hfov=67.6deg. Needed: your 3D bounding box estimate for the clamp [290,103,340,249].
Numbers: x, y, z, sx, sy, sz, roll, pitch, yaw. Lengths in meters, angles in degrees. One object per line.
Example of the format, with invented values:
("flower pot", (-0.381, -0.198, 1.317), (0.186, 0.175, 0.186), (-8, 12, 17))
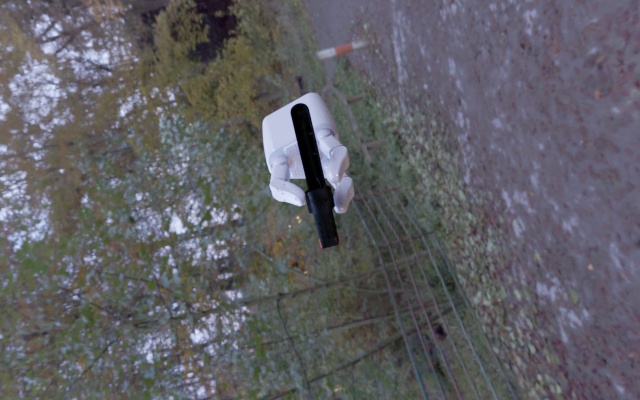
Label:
("clamp", (-0.001, 0.002, 0.617), (0.036, 0.210, 0.164), (-12, 42, 0))
